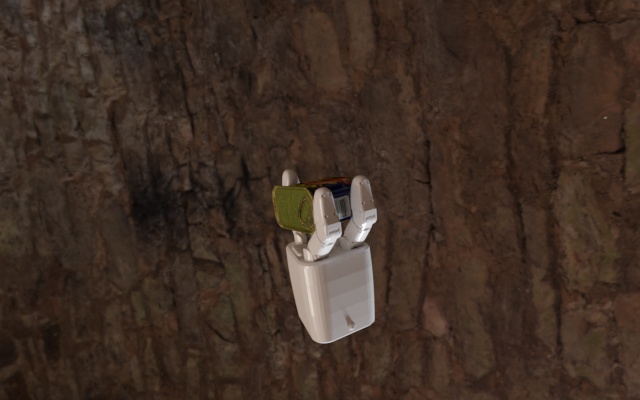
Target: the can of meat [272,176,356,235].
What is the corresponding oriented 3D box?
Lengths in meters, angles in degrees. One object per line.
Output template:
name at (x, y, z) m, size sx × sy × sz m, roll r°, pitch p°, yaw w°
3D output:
can of meat at (0.000, 0.002, 0.604) m, size 0.084 × 0.057 × 0.102 m, roll -14°, pitch 10°, yaw -31°
